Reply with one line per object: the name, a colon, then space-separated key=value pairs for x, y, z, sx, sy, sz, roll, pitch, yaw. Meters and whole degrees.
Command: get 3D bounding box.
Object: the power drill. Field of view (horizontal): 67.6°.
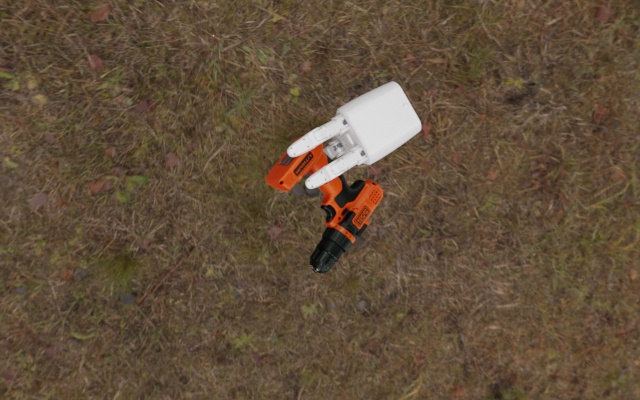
power drill: x=0.000 y=0.002 z=0.774 sx=0.188 sy=0.184 sz=0.057 roll=45 pitch=-19 yaw=-30
